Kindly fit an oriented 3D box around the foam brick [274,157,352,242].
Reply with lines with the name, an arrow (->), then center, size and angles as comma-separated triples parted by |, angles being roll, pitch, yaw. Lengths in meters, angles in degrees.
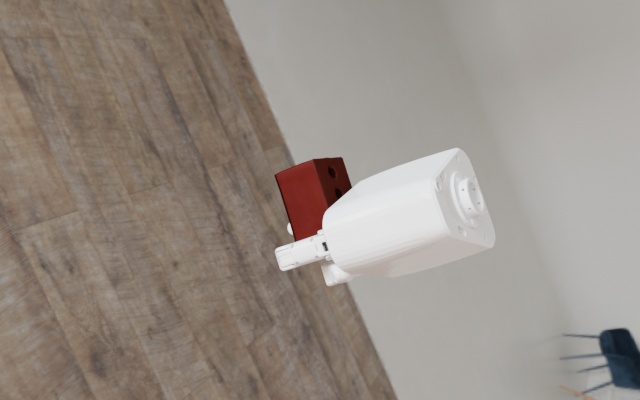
foam brick -> 0.000, 0.001, 0.465 | 0.051, 0.078, 0.053 | -22, -7, 36
